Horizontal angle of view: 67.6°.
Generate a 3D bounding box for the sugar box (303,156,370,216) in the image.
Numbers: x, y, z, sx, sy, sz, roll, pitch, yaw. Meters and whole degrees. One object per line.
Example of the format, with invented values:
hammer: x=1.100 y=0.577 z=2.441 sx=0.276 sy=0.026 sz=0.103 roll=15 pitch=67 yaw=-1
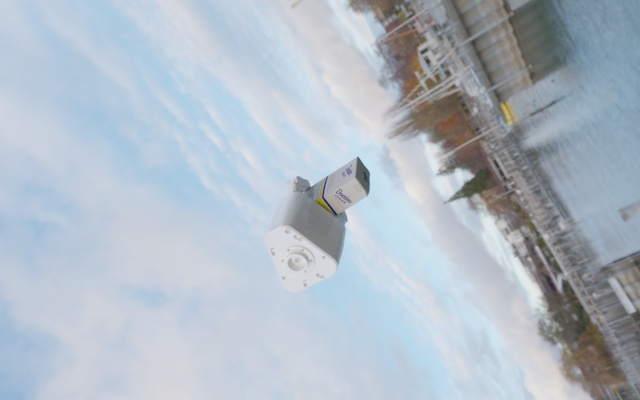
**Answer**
sugar box: x=0.000 y=0.003 z=0.795 sx=0.176 sy=0.048 sz=0.093 roll=-30 pitch=19 yaw=20
